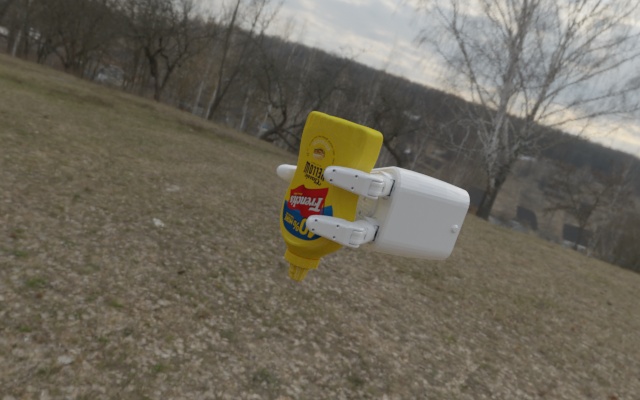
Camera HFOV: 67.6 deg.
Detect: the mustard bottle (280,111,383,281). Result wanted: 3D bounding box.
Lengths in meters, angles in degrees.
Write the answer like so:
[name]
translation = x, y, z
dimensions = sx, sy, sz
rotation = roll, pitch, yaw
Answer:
[mustard bottle]
translation = 0.000, 0.001, 0.543
dimensions = 0.096, 0.192, 0.058
rotation = 27, 14, 40
